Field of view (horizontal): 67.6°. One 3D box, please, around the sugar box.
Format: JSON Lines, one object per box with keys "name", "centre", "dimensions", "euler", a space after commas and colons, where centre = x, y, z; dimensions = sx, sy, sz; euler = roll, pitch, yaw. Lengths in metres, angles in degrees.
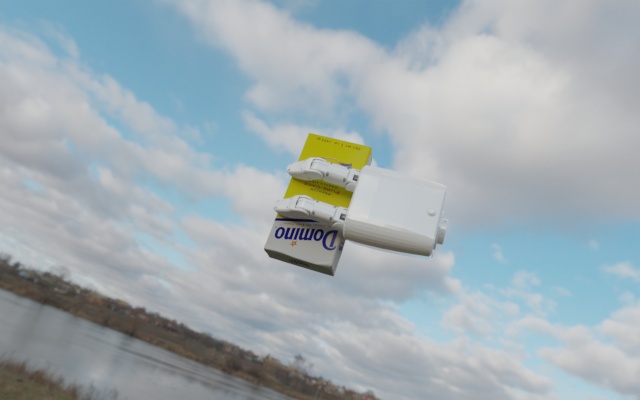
{"name": "sugar box", "centre": [0.000, 0.002, 0.632], "dimensions": [0.093, 0.176, 0.048], "euler": [14, -23, 13]}
